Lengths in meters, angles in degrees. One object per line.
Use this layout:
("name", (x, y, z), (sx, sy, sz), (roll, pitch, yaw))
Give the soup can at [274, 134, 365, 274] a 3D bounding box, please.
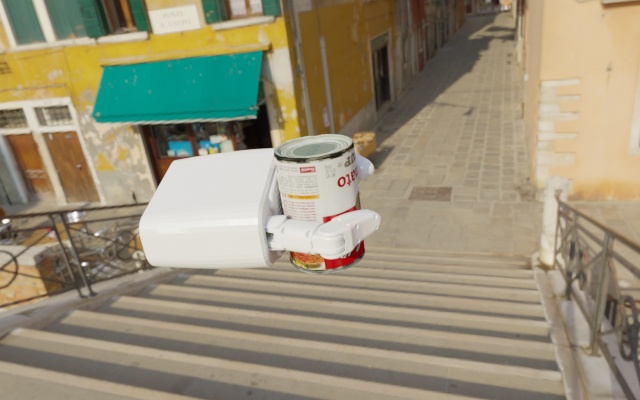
("soup can", (0.001, 0.001, 0.407), (0.068, 0.102, 0.068), (-6, 22, 3))
